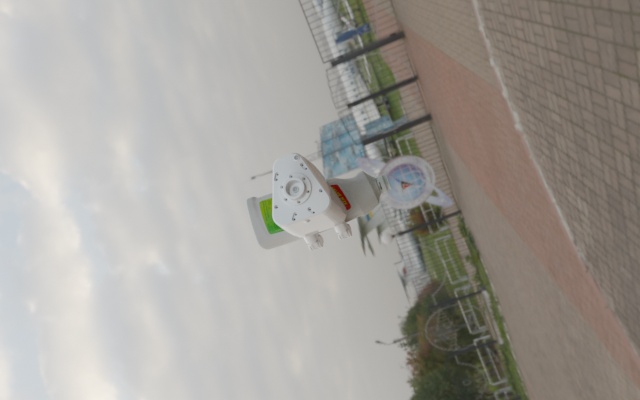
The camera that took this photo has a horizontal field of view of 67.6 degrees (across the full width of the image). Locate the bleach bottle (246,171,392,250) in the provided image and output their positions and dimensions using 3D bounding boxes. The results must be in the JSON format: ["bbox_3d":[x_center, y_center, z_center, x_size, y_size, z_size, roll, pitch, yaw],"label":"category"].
[{"bbox_3d":[0.000,0.003,0.848,0.251,0.102,0.068,-20,-16,9],"label":"bleach bottle"}]
